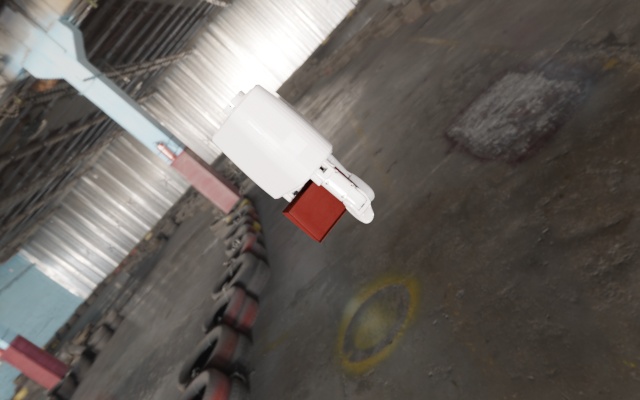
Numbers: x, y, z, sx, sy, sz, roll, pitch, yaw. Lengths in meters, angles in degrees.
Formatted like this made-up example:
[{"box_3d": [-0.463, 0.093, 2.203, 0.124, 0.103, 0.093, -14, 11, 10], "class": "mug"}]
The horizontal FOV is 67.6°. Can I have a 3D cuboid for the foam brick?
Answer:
[{"box_3d": [0.000, 0.002, 0.558, 0.051, 0.078, 0.053, 41, -8, -10], "class": "foam brick"}]
